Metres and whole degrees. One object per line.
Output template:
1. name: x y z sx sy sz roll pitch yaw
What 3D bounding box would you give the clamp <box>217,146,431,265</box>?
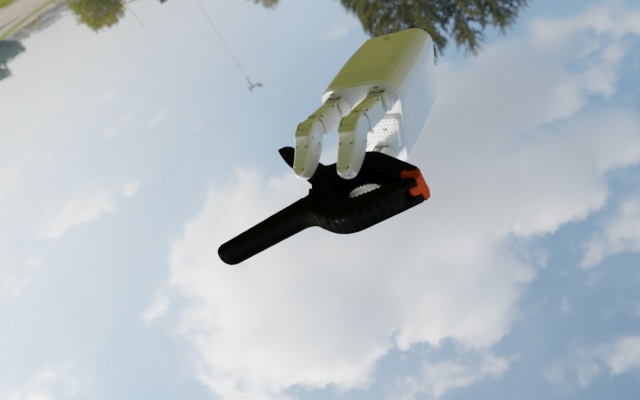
1. clamp: 0.001 0.002 0.463 0.210 0.164 0.036 1 -41 40
